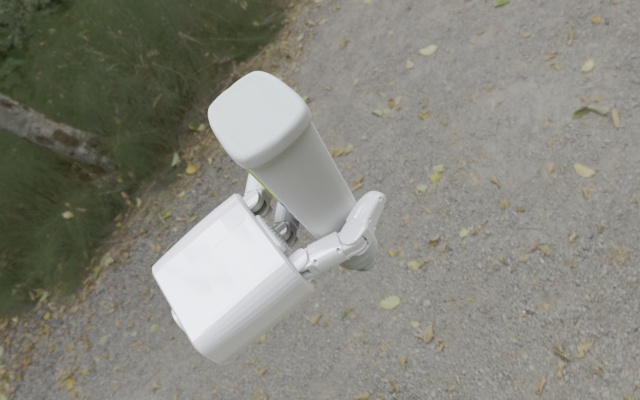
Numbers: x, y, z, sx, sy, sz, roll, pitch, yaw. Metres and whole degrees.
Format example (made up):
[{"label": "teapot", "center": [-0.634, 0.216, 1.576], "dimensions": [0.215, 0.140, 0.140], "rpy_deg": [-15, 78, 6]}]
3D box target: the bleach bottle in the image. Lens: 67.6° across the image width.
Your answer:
[{"label": "bleach bottle", "center": [0.000, 0.001, 0.446], "dimensions": [0.102, 0.068, 0.251], "rpy_deg": [49, -3, 45]}]
